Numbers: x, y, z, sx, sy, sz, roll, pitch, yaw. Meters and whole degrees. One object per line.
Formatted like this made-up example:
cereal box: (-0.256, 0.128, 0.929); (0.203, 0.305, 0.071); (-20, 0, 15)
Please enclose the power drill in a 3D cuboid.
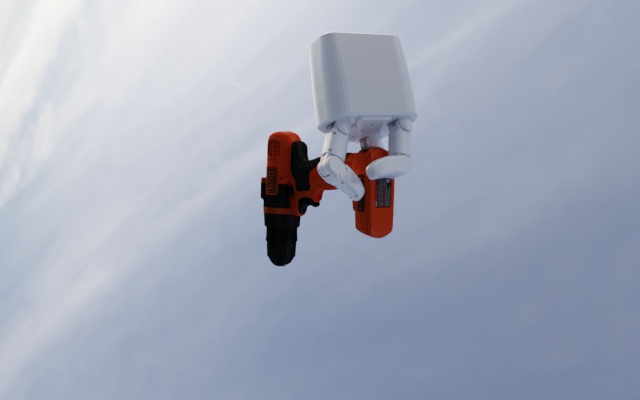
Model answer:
power drill: (0.000, 0.002, 0.608); (0.187, 0.184, 0.057); (4, 5, 37)
